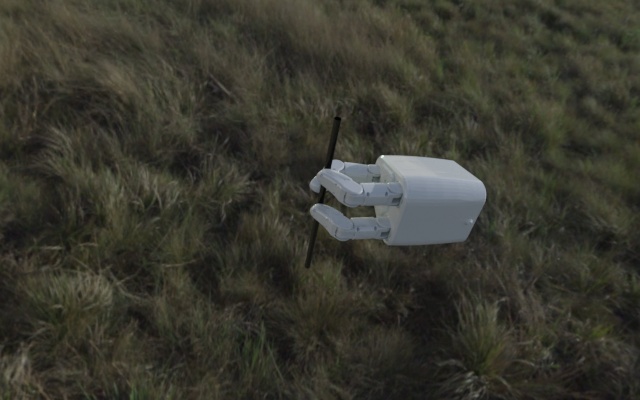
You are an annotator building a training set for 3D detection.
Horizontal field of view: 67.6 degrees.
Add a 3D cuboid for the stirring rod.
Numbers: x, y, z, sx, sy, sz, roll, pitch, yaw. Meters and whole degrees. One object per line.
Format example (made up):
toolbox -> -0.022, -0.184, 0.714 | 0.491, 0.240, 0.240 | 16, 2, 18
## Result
stirring rod -> 0.000, 0.002, 0.595 | 0.011, 0.240, 0.011 | 7, 40, -6
